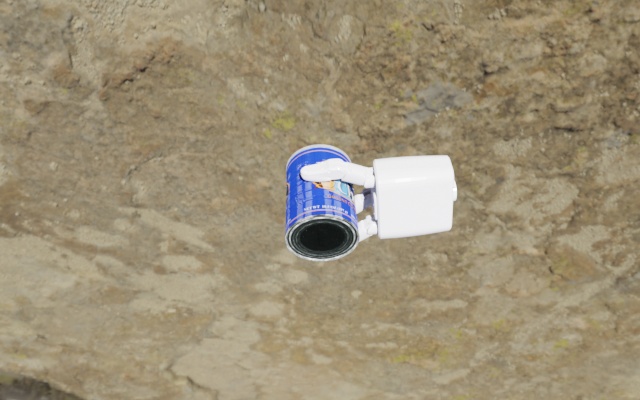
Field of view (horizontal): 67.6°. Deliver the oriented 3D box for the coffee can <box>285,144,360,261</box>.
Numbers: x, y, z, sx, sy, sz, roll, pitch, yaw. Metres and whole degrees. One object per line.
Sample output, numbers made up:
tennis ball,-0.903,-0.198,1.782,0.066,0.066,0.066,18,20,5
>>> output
coffee can,0.000,0.002,0.697,0.103,0.140,0.103,-1,-42,-1
